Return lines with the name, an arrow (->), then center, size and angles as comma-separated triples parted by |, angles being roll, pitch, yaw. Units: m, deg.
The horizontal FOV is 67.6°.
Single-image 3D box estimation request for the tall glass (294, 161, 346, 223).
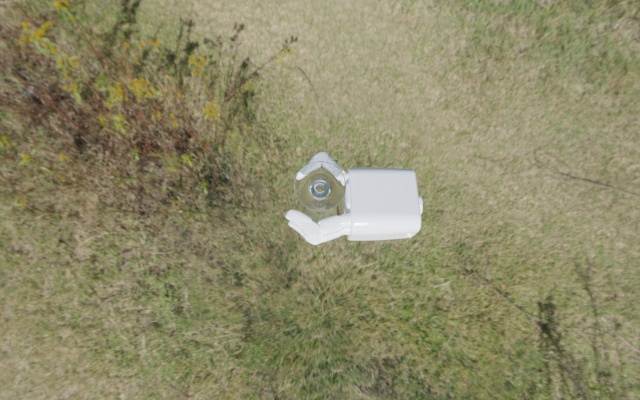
tall glass -> 0.000, 0.002, 0.773 | 0.079, 0.079, 0.201 | 0, -13, 0
